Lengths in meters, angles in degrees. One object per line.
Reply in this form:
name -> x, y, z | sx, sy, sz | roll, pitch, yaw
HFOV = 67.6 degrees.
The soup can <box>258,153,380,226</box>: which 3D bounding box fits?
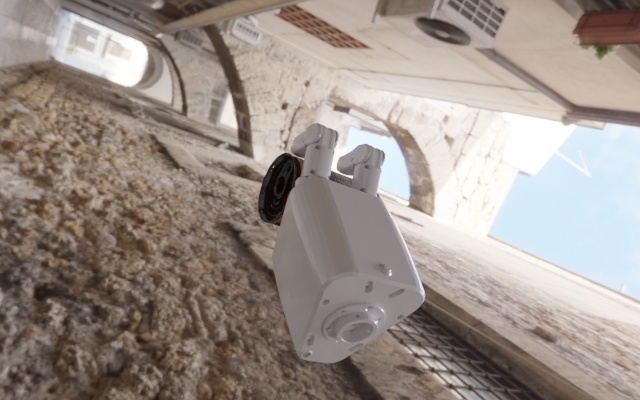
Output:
soup can -> 0.000, 0.001, 0.467 | 0.102, 0.068, 0.068 | 18, -9, -30
